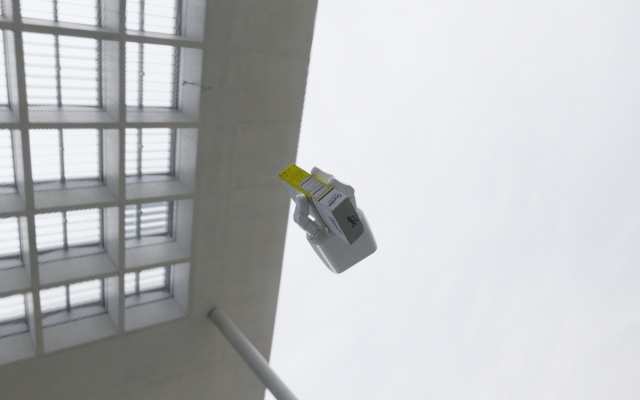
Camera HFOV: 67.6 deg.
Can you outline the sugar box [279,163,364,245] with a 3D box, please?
[{"bbox_3d":[0.001,0.003,0.866,0.176,0.048,0.093,31,-22,45],"label":"sugar box"}]
